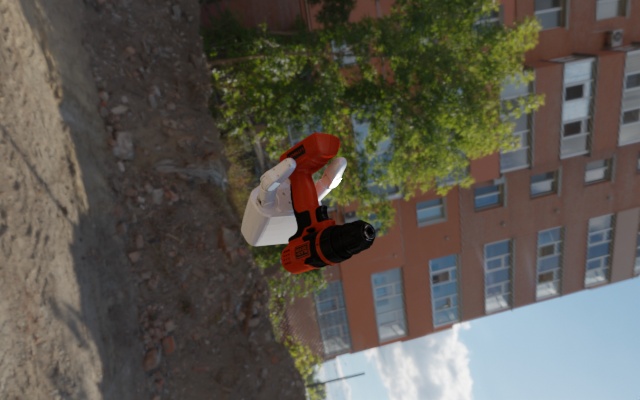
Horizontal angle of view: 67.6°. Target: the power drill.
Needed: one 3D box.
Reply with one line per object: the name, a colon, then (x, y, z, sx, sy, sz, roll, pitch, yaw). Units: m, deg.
power drill: (0.000, 0.002, 0.687, 0.057, 0.187, 0.184, 10, -23, -38)
